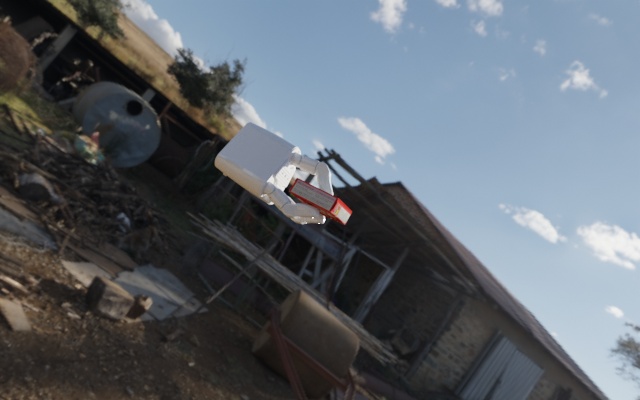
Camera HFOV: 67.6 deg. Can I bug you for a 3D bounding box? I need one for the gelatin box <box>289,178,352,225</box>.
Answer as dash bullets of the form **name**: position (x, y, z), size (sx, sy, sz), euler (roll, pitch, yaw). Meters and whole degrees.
- **gelatin box**: position (0.001, 0.002, 0.800), size (0.089, 0.030, 0.073), euler (26, -8, 28)
